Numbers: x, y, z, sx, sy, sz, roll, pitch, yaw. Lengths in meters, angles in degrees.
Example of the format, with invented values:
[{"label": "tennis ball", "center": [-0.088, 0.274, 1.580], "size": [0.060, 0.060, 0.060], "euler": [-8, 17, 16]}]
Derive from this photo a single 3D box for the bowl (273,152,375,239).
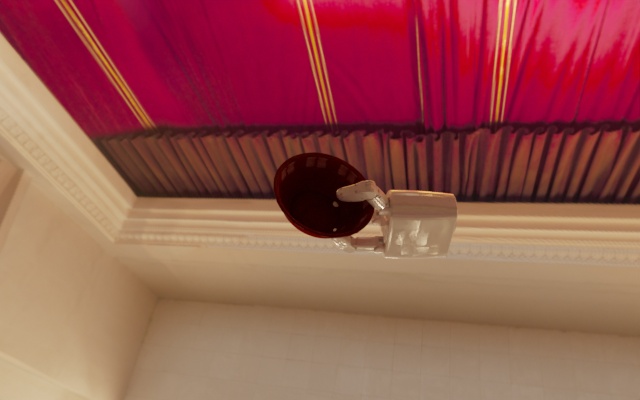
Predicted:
[{"label": "bowl", "center": [-0.001, 0.002, 0.747], "size": [0.162, 0.162, 0.055], "euler": [0, -36, -21]}]
